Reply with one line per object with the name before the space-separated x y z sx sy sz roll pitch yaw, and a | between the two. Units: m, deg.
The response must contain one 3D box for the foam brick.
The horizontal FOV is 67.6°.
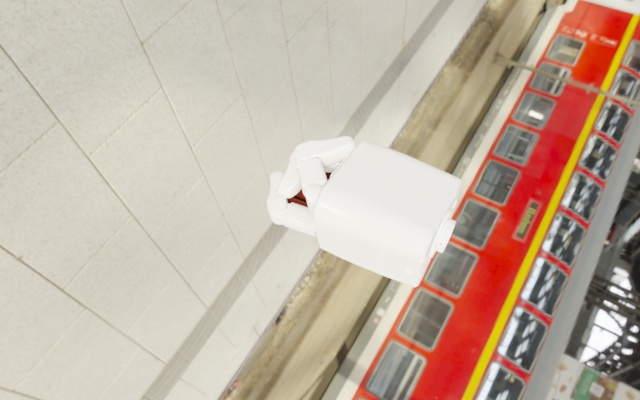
foam brick | 0.000 0.002 0.529 0.051 0.053 0.078 20 -26 17
